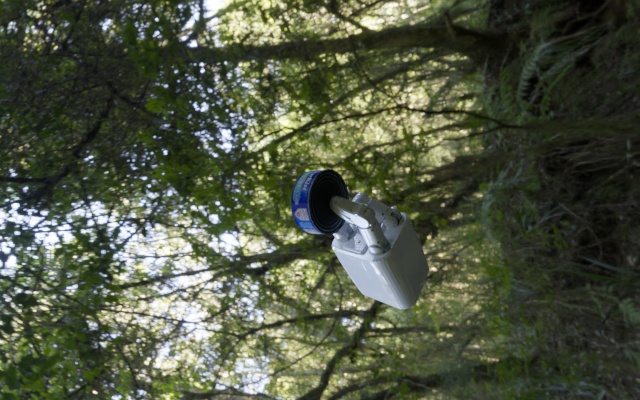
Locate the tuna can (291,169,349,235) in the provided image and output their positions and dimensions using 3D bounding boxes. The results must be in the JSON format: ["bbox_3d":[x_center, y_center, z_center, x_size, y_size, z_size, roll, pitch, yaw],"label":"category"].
[{"bbox_3d":[0.000,0.002,0.631,0.034,0.086,0.086,0,0,39],"label":"tuna can"}]
